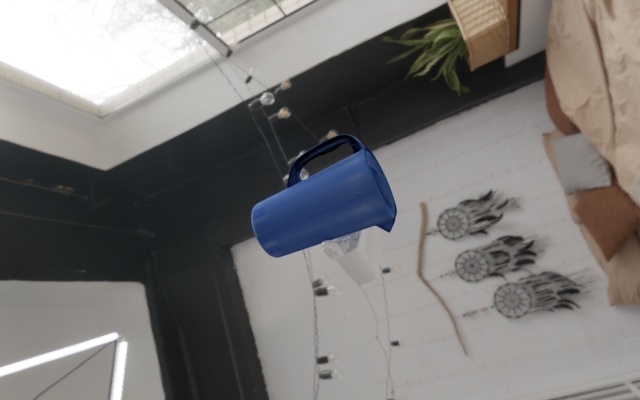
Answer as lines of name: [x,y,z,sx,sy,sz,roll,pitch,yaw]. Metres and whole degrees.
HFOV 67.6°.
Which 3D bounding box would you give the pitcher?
pitcher: [0.000,0.003,0.846,0.243,0.149,0.145,-23,-48,17]
